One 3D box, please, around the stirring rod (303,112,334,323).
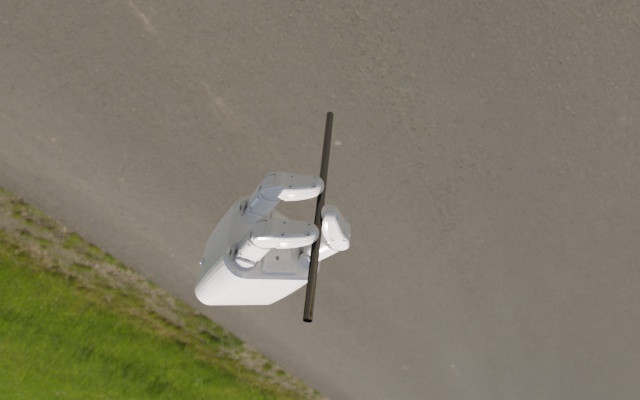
[{"bbox_3d":[0.000,0.001,0.462,0.011,0.239,0.011,4,-35,3],"label":"stirring rod"}]
